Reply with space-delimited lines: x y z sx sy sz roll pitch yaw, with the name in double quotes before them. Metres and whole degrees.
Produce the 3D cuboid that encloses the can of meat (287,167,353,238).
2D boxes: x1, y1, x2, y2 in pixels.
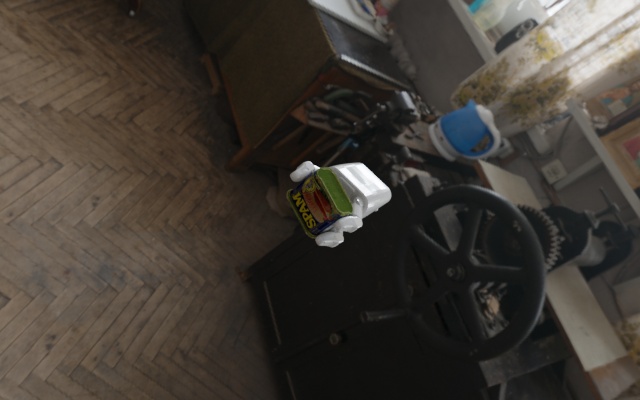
"can of meat" 0.000 0.003 0.854 0.084 0.102 0.057 -37 -15 35
